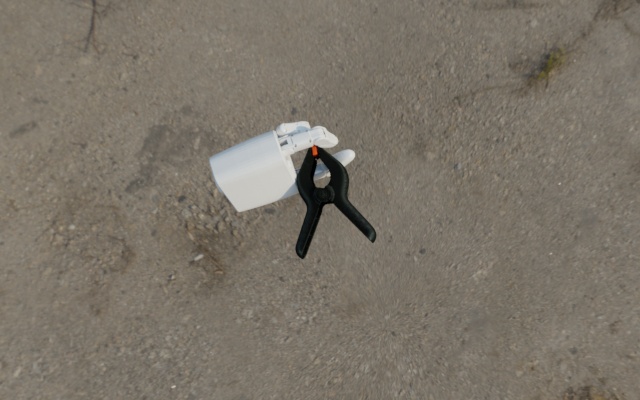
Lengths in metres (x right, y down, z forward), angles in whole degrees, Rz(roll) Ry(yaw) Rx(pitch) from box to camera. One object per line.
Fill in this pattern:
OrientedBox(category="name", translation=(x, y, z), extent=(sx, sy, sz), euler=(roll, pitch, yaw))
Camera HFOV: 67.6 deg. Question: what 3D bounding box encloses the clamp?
OrientedBox(category="clamp", translation=(0.000, 0.002, 0.711), extent=(0.120, 0.171, 0.039), euler=(-21, -16, 2))
